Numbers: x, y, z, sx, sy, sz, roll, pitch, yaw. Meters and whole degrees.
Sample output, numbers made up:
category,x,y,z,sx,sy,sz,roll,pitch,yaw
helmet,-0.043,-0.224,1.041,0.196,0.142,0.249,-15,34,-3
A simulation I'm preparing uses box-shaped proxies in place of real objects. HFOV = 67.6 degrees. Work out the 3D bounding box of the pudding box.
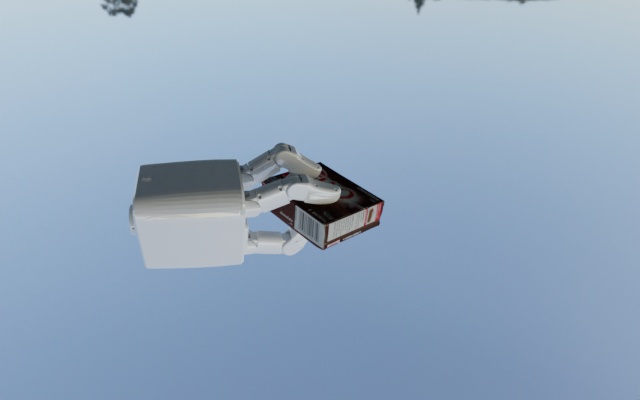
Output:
category,x,y,z,sx,sy,sz,roll,pitch,yaw
pudding box,0.000,0.002,0.538,0.090,0.039,0.113,-21,43,-37
